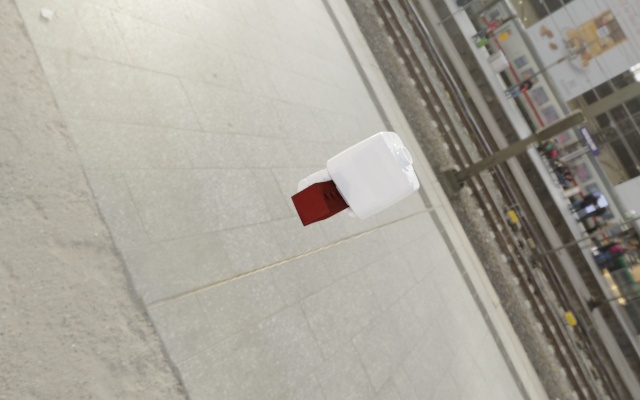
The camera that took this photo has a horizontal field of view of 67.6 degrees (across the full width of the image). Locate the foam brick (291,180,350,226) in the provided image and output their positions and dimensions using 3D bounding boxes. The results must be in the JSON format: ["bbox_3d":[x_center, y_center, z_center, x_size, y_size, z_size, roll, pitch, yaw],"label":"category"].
[{"bbox_3d":[0.000,0.003,0.758,0.051,0.053,0.078,-29,-6,27],"label":"foam brick"}]
